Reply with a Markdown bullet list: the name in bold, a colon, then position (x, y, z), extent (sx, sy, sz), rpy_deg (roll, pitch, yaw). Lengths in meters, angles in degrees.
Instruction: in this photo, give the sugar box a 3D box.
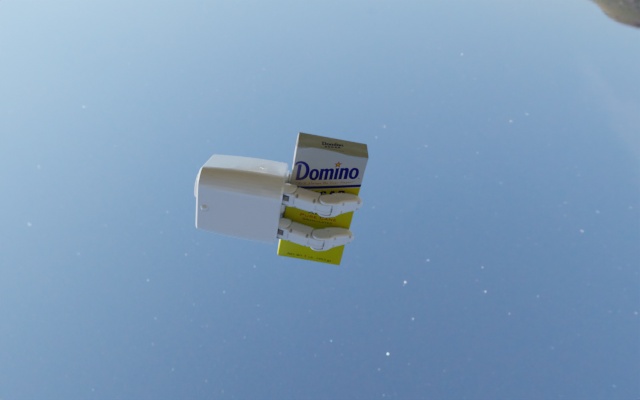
- **sugar box**: position (0.000, 0.002, 0.642), extent (0.093, 0.176, 0.048), rpy_deg (9, 34, -4)
